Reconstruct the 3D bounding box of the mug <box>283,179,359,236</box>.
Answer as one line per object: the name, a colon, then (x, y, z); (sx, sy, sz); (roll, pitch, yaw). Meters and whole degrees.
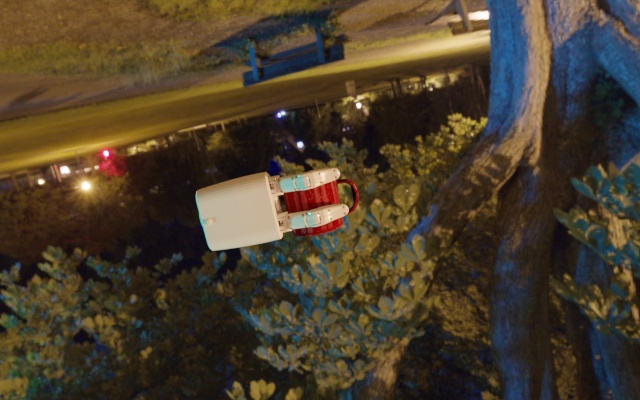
mug: (0.002, 0.002, 0.725); (0.117, 0.081, 0.093); (-11, 10, 2)
